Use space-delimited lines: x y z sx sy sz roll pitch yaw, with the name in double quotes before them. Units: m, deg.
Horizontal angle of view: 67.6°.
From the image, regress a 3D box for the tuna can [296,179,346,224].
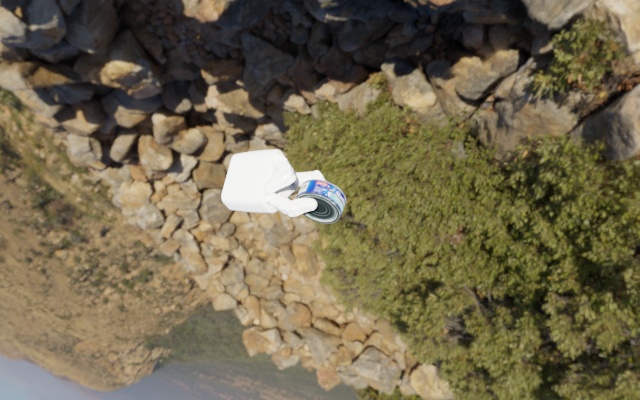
"tuna can" 0.000 0.003 0.841 0.086 0.033 0.086 15 -35 11
